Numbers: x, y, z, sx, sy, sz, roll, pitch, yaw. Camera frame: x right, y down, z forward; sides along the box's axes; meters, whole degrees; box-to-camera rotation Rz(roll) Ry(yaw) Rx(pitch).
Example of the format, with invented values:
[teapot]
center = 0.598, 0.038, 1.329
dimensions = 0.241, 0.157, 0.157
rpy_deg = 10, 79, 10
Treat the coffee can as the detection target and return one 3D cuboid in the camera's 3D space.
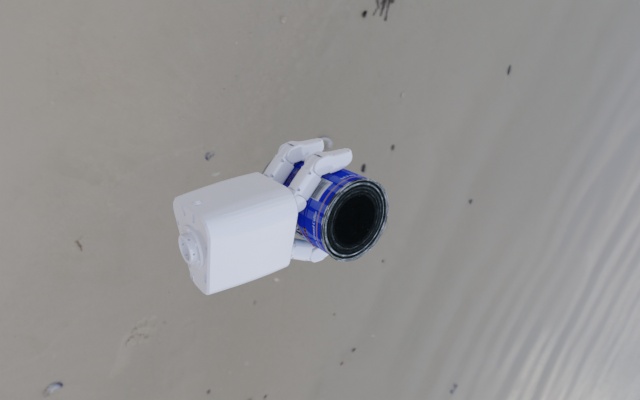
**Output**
[coffee can]
center = 0.000, 0.002, 0.600
dimensions = 0.103, 0.103, 0.140
rpy_deg = 0, 18, -40
